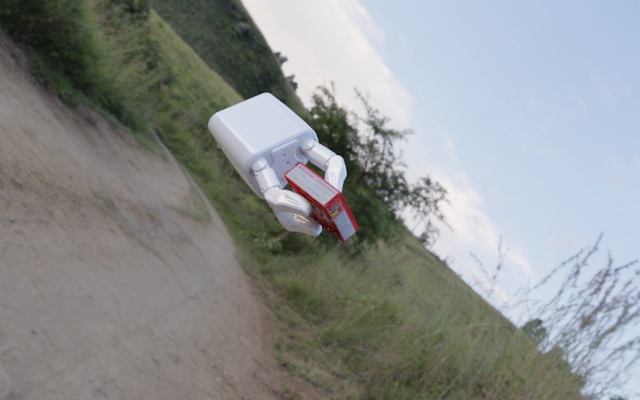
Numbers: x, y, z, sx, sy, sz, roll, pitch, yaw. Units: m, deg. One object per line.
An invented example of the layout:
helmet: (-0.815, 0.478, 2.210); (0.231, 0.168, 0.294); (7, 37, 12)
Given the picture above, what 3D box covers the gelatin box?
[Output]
gelatin box: (0.001, 0.002, 0.581); (0.089, 0.030, 0.073); (37, -17, 42)
